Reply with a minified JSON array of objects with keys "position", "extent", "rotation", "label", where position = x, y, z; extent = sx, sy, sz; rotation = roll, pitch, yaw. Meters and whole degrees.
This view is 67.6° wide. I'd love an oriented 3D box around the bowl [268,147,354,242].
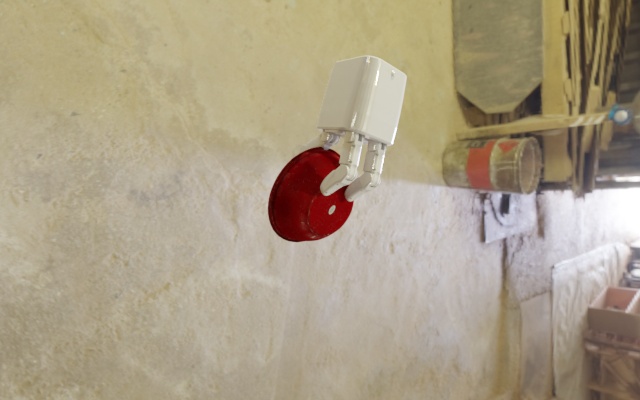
[{"position":[0.000,0.004,0.735],"extent":[0.162,0.162,0.055],"rotation":[0,23,-43],"label":"bowl"}]
